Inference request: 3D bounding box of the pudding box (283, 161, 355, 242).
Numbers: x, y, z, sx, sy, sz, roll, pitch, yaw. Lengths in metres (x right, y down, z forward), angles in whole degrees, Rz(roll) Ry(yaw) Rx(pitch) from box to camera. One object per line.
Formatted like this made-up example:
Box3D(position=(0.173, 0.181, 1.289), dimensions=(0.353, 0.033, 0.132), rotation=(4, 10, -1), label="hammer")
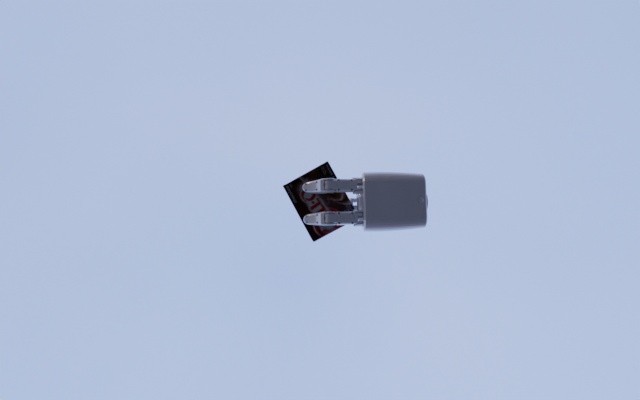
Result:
Box3D(position=(0.000, 0.003, 0.832), dimensions=(0.090, 0.113, 0.039), rotation=(-29, -4, -3), label="pudding box")
